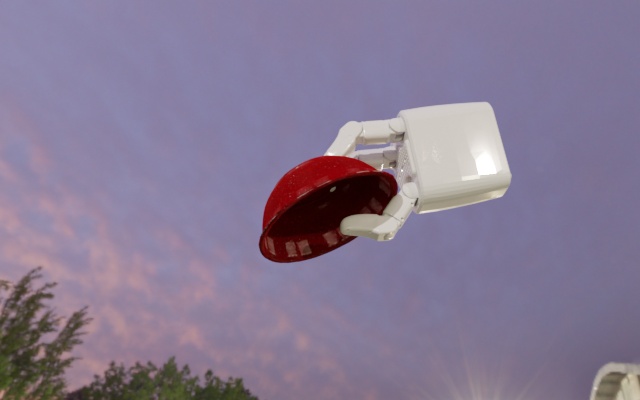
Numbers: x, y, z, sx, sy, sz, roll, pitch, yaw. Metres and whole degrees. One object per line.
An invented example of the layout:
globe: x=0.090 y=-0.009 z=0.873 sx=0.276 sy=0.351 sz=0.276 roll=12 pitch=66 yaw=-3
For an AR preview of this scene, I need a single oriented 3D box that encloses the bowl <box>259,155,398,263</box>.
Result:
bowl: x=-0.001 y=0.002 z=0.515 sx=0.162 sy=0.055 sz=0.162 roll=-22 pitch=-27 yaw=-12
